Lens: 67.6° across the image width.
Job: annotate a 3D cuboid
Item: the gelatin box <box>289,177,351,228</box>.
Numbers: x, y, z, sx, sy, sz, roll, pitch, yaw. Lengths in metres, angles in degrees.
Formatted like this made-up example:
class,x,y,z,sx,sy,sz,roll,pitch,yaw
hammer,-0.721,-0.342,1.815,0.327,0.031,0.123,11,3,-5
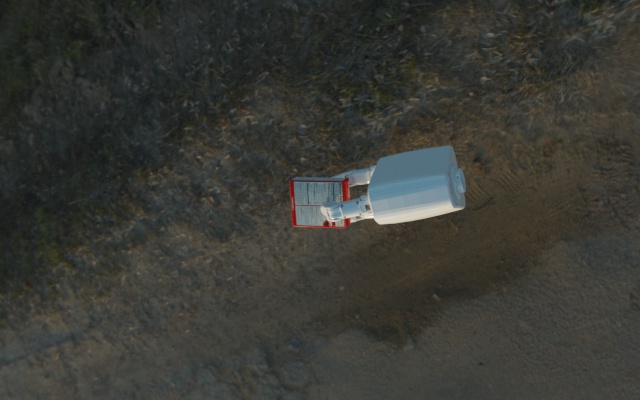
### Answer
class,x,y,z,sx,sy,sz,roll,pitch,yaw
gelatin box,0.000,0.002,0.723,0.089,0.073,0.030,1,15,18
